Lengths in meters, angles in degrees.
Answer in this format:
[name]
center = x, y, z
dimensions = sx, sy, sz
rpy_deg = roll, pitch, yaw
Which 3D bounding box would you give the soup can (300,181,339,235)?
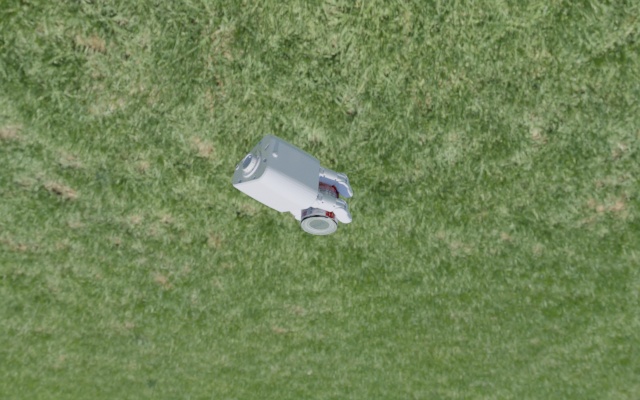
[soup can]
center = 0.000, 0.003, 0.873
dimensions = 0.068, 0.102, 0.068
rpy_deg = 3, -32, 2
